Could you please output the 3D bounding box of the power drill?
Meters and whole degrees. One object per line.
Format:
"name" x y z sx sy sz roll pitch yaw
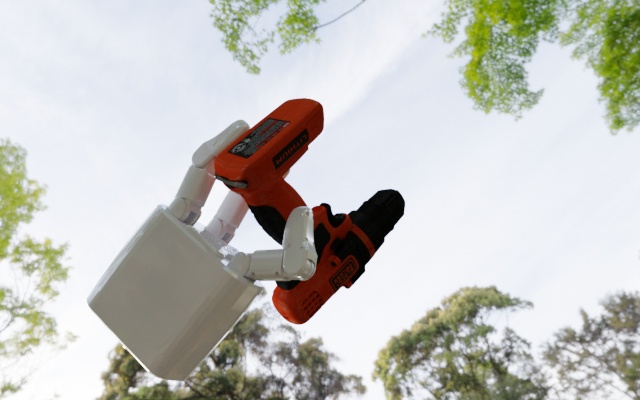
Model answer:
"power drill" 0.000 0.001 0.455 0.057 0.188 0.184 15 52 48
